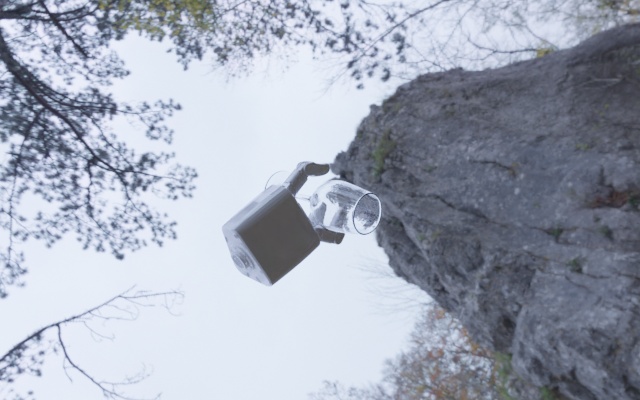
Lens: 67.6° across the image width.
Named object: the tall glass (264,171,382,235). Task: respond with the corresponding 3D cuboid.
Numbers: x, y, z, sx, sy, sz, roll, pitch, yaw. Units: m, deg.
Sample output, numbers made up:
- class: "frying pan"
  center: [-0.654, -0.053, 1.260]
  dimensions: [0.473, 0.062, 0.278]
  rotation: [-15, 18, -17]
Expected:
- class: "tall glass"
  center: [0.000, 0.002, 0.750]
  dimensions: [0.079, 0.079, 0.201]
  rotation: [0, 10, -44]
